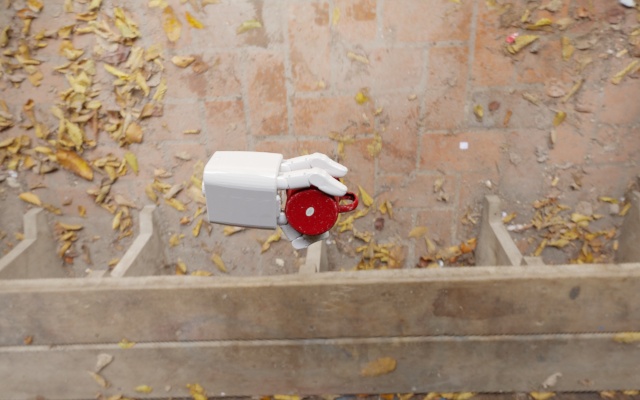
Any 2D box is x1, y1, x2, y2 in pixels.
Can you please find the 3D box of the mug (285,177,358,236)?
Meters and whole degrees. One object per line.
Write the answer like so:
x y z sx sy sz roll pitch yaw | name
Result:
0.002 0.003 0.742 0.117 0.093 0.081 4 26 1 | mug
